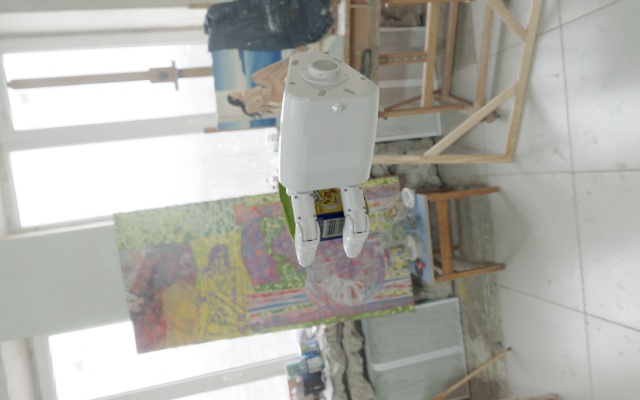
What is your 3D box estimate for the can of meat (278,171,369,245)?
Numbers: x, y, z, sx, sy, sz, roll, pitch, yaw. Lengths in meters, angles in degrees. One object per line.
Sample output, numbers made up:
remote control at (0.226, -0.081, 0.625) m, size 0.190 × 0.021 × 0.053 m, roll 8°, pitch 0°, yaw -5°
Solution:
can of meat at (0.000, 0.002, 0.563) m, size 0.084 × 0.057 × 0.102 m, roll -8°, pitch 45°, yaw -15°
